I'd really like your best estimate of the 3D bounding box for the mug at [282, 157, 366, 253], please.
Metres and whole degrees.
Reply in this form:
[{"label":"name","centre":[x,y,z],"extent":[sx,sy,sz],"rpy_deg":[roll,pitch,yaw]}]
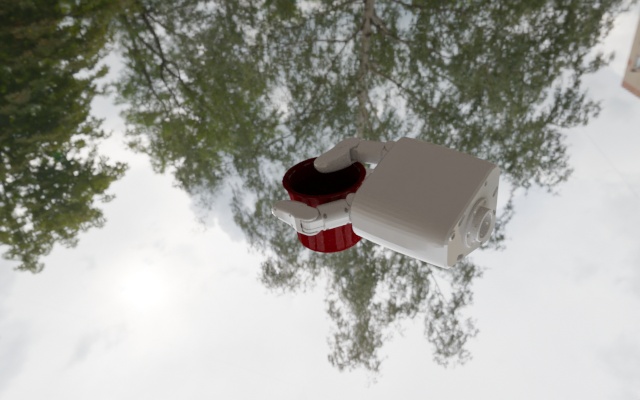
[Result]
[{"label":"mug","centre":[-0.001,0.002,0.554],"extent":[0.117,0.081,0.093],"rpy_deg":[24,44,40]}]
